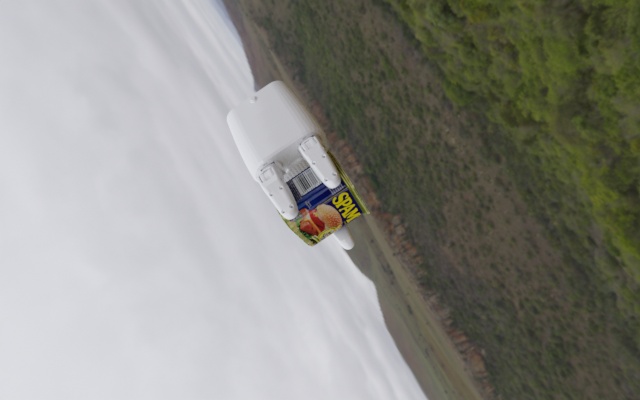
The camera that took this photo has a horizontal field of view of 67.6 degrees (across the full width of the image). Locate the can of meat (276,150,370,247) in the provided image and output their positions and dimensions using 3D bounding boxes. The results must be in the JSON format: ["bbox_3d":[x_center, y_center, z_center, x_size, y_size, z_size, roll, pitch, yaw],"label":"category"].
[{"bbox_3d":[0.000,0.002,0.551,0.084,0.057,0.102,-33,-30,3],"label":"can of meat"}]
